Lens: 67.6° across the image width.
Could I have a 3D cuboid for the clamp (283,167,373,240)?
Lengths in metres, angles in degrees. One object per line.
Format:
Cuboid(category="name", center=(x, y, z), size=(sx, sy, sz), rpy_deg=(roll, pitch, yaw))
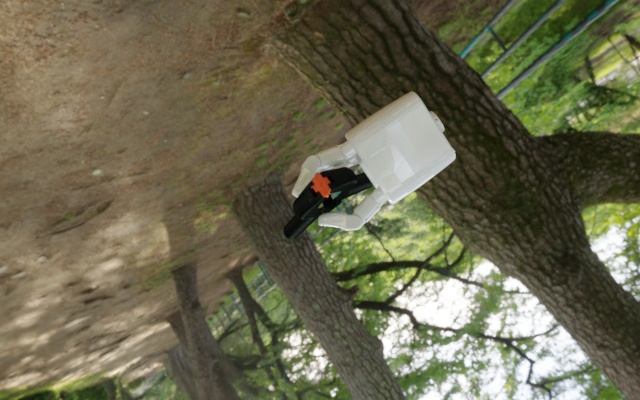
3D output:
Cuboid(category="clamp", center=(0.001, 0.003, 0.660), size=(0.164, 0.036, 0.210), rpy_deg=(-36, -9, 5))
